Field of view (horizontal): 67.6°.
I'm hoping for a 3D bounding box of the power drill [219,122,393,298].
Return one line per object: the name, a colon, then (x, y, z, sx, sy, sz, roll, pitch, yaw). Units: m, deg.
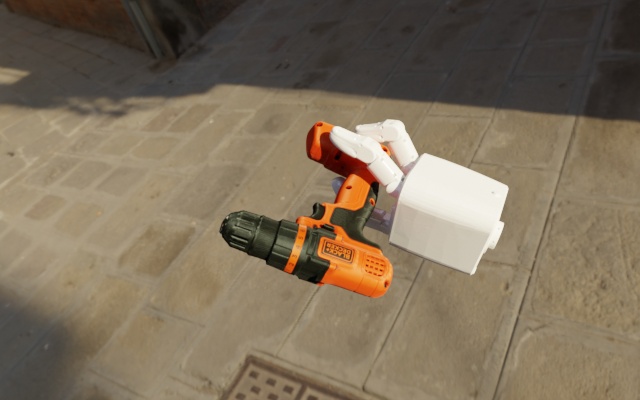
power drill: (0.000, 0.001, 0.534, 0.184, 0.187, 0.057, 21, -34, -9)
